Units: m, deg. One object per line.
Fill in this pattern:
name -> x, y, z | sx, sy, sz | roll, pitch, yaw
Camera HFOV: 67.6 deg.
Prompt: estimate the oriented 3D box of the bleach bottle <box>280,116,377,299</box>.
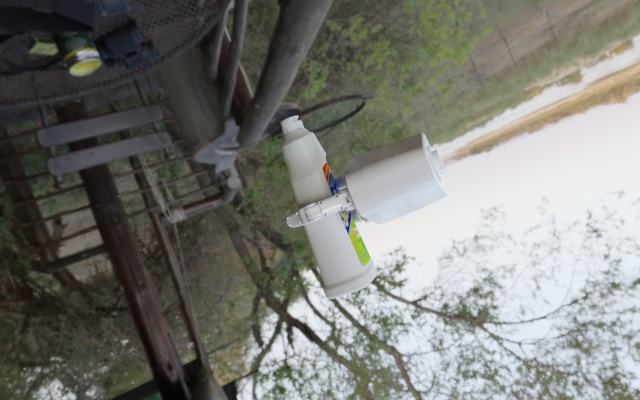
bleach bottle -> 0.000, 0.002, 0.666 | 0.068, 0.251, 0.102 | -22, -1, 17
